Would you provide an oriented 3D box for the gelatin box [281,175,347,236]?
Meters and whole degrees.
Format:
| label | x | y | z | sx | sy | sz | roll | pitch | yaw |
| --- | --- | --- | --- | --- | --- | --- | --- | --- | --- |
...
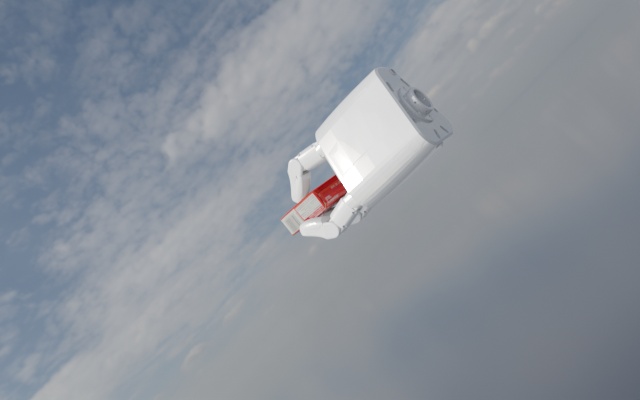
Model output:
| label | x | y | z | sx | sy | sz | roll | pitch | yaw |
| --- | --- | --- | --- | --- | --- | --- | --- | --- | --- |
| gelatin box | 0.000 | 0.002 | 0.611 | 0.073 | 0.030 | 0.089 | -35 | -4 | -42 |
